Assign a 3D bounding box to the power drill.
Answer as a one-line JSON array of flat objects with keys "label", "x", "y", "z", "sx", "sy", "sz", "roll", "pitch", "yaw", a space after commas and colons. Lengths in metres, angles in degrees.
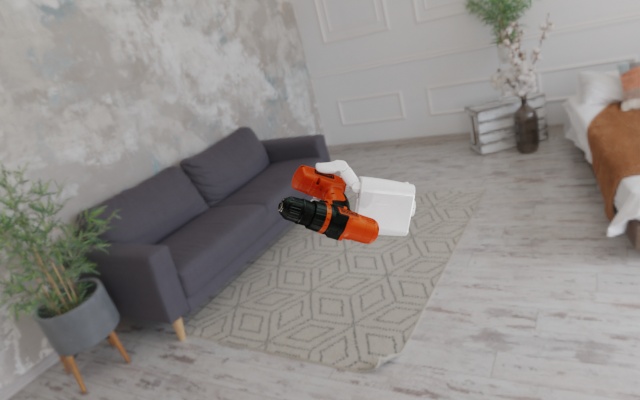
[{"label": "power drill", "x": 0.000, "y": 0.003, "z": 0.864, "sx": 0.184, "sy": 0.057, "sz": 0.187, "roll": 19, "pitch": 23, "yaw": -22}]
